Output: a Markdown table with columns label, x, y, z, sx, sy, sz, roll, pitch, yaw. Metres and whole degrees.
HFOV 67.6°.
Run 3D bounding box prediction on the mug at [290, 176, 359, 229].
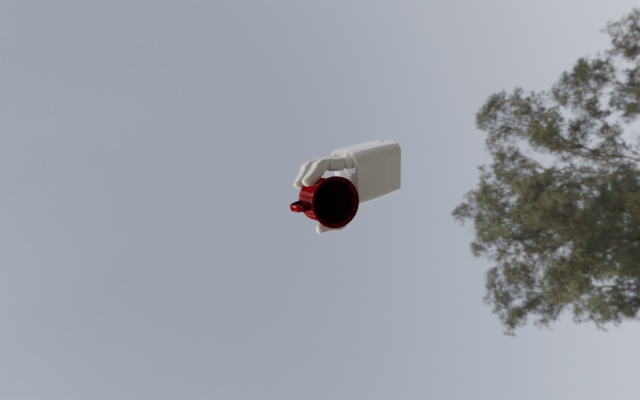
| label | x | y | z | sx | sy | sz | roll | pitch | yaw |
| --- | --- | --- | --- | --- | --- | --- | --- | --- | --- |
| mug | -0.001 | 0.003 | 0.866 | 0.117 | 0.093 | 0.081 | -16 | 11 | -23 |
